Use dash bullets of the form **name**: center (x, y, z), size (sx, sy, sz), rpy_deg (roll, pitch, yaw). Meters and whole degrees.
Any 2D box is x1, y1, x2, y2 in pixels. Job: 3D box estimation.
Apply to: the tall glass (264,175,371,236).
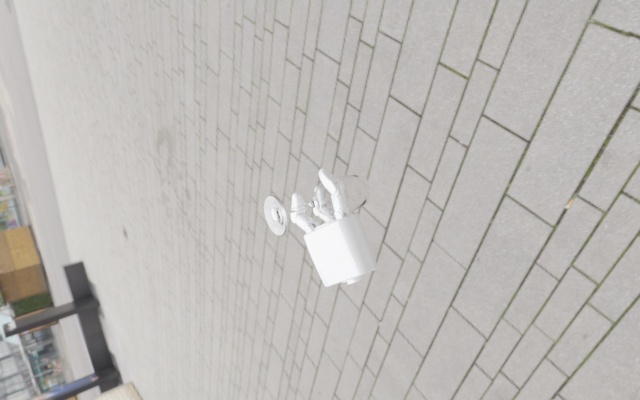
- **tall glass**: center (0.000, 0.003, 0.888), size (0.201, 0.079, 0.079), rpy_deg (-17, 9, -33)
